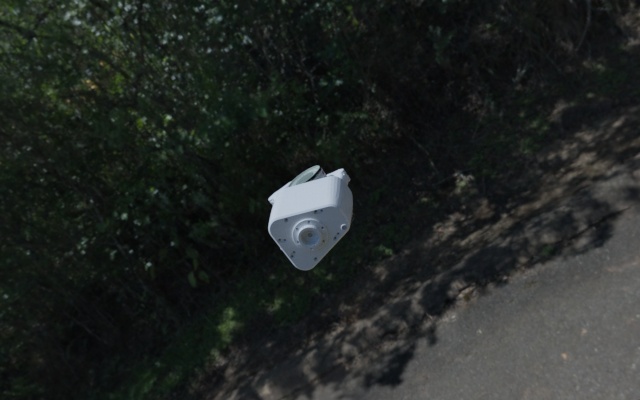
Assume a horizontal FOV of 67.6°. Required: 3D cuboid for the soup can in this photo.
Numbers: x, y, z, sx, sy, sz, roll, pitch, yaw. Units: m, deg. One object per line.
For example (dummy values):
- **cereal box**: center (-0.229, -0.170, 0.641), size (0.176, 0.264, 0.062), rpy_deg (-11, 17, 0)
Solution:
- **soup can**: center (0.000, 0.002, 0.782), size (0.068, 0.102, 0.068), rpy_deg (-32, 17, 11)
